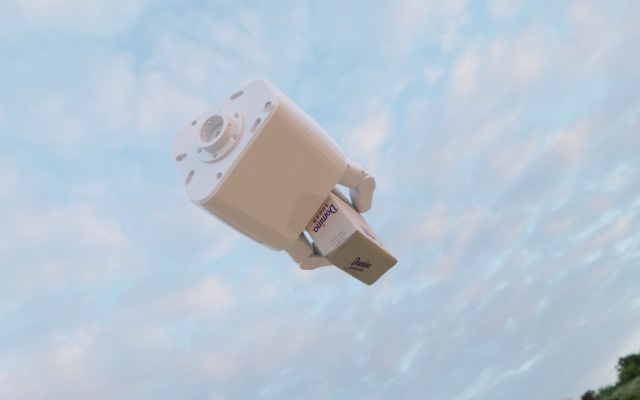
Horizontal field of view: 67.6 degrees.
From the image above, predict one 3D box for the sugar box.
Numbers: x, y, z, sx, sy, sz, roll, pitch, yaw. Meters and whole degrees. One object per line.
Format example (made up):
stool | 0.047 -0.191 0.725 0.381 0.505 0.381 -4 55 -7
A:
sugar box | 0.000 0.002 0.494 0.048 0.176 0.093 -41 -39 9
